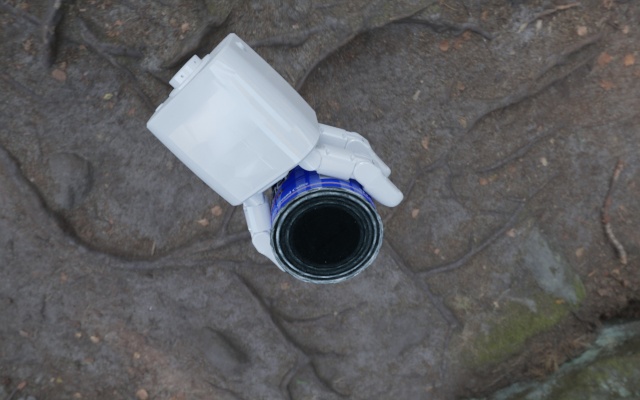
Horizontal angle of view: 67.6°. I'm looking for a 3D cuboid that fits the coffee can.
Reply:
[{"bbox_3d":[0.000,0.002,0.487,0.103,0.103,0.140,0,28,-6],"label":"coffee can"}]
